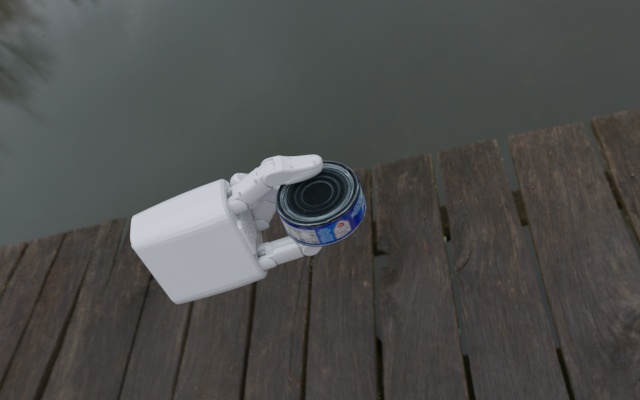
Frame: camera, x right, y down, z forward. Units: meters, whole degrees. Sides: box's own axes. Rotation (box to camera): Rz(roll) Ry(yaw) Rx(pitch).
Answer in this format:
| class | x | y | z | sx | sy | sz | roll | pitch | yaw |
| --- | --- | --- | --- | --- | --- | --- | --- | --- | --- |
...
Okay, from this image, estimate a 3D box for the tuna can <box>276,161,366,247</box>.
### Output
| class | x | y | z | sx | sy | sz | roll | pitch | yaw |
| --- | --- | --- | --- | --- | --- | --- | --- | --- | --- |
| tuna can | 0.000 | 0.001 | 0.469 | 0.086 | 0.086 | 0.034 | 0 | -40 | 19 |
